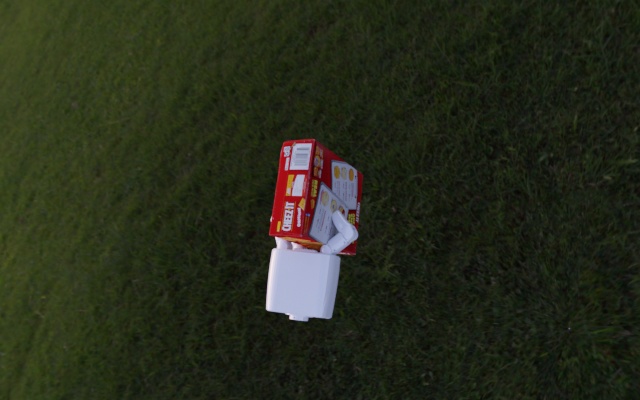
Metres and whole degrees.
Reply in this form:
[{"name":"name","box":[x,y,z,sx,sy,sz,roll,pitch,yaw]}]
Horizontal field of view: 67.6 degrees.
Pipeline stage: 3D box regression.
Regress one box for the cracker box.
[{"name":"cracker box","box":[0.000,0.003,0.860,0.072,0.164,0.214,1,-13,28]}]
